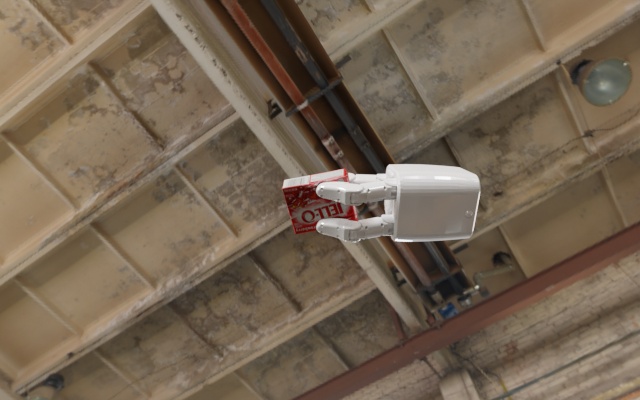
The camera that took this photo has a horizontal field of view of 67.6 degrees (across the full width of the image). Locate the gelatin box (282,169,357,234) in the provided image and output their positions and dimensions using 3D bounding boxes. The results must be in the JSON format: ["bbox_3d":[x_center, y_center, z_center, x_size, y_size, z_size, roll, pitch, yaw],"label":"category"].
[{"bbox_3d":[0.000,0.002,0.646,0.089,0.073,0.030,-10,27,9],"label":"gelatin box"}]
